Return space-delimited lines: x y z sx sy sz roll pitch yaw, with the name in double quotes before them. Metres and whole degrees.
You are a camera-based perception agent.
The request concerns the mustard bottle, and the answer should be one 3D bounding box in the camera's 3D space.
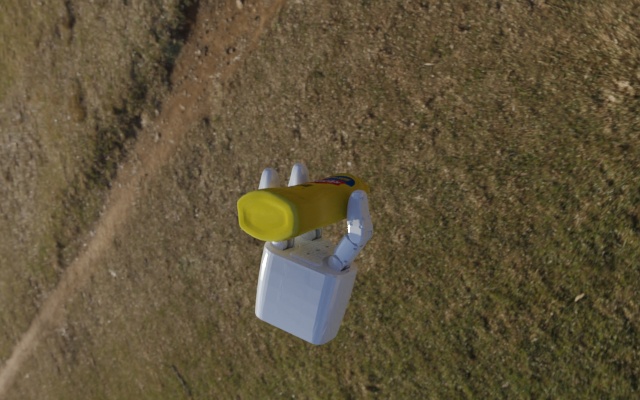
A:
"mustard bottle" 0.000 0.002 0.581 0.096 0.058 0.191 0 9 40
